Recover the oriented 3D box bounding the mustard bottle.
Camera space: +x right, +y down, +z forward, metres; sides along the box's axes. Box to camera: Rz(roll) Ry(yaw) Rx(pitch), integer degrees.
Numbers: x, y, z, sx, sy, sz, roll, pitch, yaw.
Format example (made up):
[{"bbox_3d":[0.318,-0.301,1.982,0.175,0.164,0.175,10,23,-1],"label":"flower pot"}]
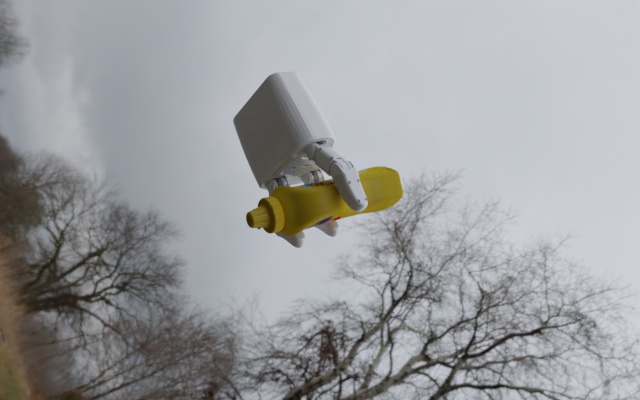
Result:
[{"bbox_3d":[0.000,0.002,0.570,0.191,0.058,0.096,-13,2,-34],"label":"mustard bottle"}]
